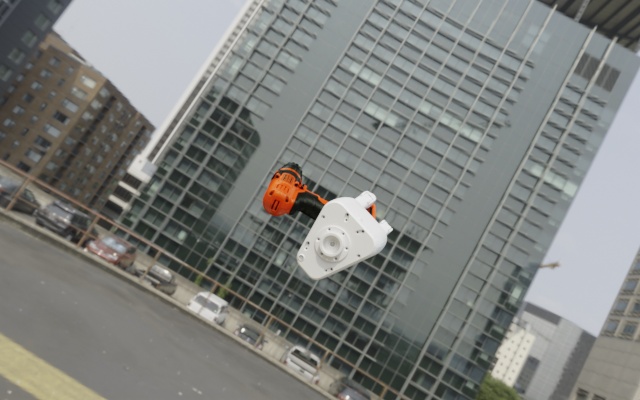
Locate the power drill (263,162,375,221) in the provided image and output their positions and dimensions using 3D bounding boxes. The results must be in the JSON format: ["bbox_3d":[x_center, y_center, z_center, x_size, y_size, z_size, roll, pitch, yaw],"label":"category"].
[{"bbox_3d":[0.001,0.003,0.822,0.187,0.057,0.184,23,24,-3],"label":"power drill"}]
